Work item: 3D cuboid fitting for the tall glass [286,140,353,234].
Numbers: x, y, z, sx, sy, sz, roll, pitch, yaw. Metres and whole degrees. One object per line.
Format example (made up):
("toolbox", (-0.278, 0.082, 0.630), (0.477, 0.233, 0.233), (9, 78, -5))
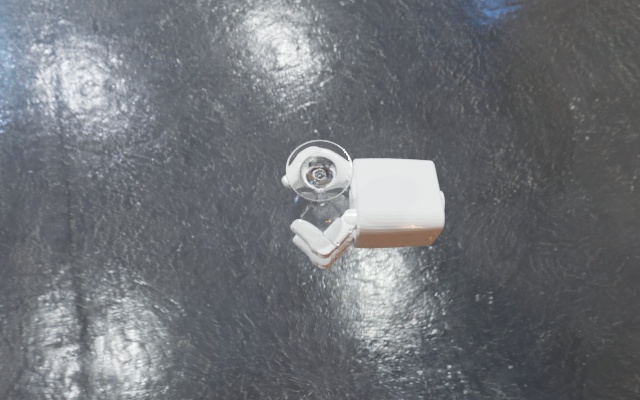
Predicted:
("tall glass", (0.000, 0.002, 0.614), (0.079, 0.079, 0.201), (0, -21, 0))
